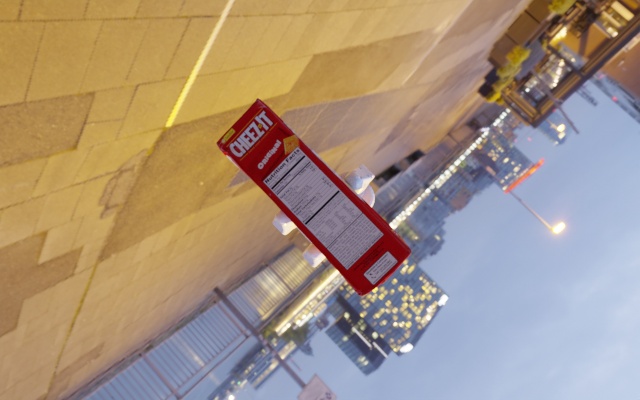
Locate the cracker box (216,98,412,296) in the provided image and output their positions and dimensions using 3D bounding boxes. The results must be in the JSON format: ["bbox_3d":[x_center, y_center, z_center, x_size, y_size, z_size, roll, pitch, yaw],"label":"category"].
[{"bbox_3d":[0.000,0.002,0.532,0.213,0.072,0.164,45,3,8],"label":"cracker box"}]
